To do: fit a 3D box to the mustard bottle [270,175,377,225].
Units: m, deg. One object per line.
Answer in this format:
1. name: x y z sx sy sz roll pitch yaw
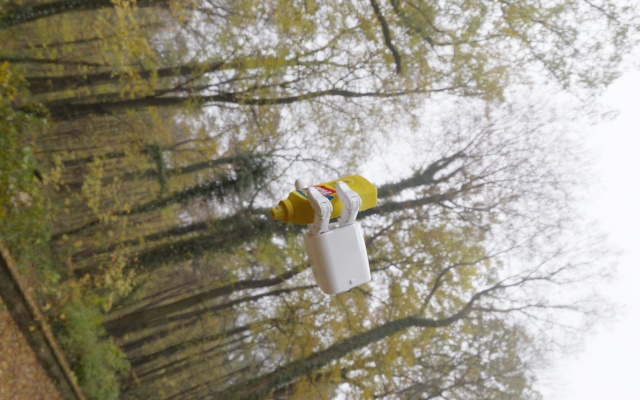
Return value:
1. mustard bottle: 0.000 0.002 0.859 0.191 0.058 0.096 -15 28 -27
